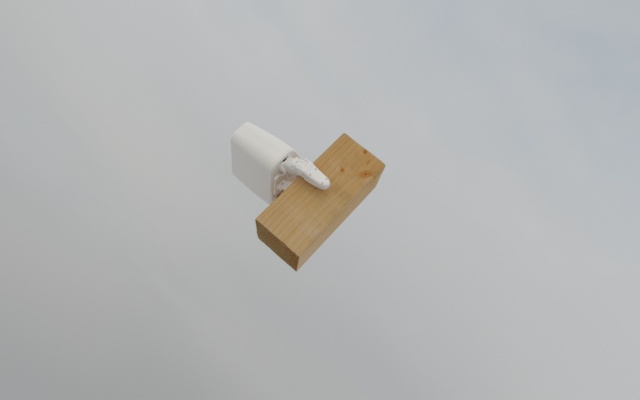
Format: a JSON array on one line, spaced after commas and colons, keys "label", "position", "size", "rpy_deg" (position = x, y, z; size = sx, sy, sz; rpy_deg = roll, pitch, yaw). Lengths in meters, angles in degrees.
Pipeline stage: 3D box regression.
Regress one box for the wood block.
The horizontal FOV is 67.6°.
[{"label": "wood block", "position": [0.000, 0.002, 0.769], "size": [0.090, 0.206, 0.091], "rpy_deg": [40, -20, 12]}]
